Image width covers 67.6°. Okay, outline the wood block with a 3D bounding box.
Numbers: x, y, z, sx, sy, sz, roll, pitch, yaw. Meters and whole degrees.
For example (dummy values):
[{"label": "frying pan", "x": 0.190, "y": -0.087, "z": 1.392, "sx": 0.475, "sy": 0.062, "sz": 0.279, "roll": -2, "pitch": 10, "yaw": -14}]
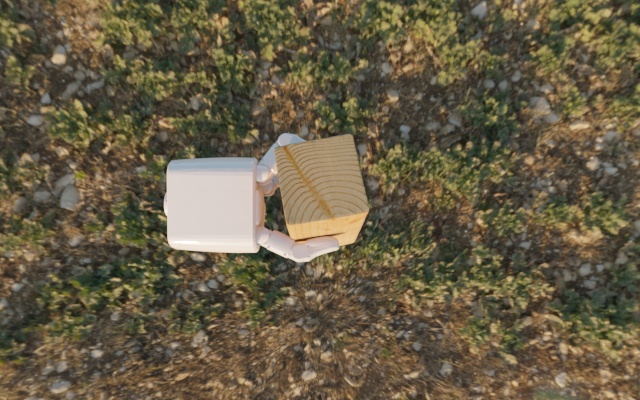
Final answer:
[{"label": "wood block", "x": 0.000, "y": 0.002, "z": 0.604, "sx": 0.090, "sy": 0.090, "sz": 0.206, "roll": -10, "pitch": -14, "yaw": -3}]
